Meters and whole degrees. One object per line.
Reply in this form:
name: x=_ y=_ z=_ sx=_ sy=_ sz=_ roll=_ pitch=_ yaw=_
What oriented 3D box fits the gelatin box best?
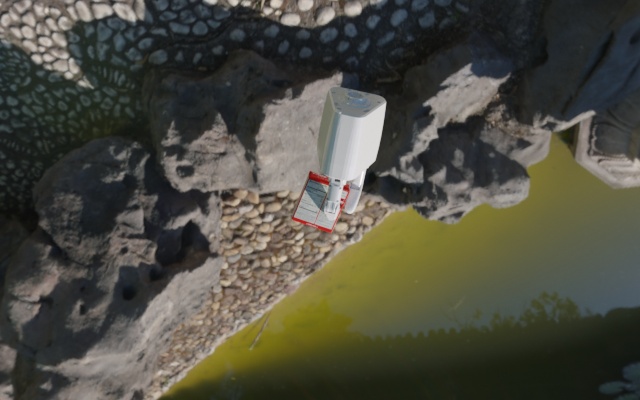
gelatin box: x=0.000 y=0.003 z=0.806 sx=0.073 sy=0.089 sz=0.030 roll=19 pitch=25 yaw=-9
